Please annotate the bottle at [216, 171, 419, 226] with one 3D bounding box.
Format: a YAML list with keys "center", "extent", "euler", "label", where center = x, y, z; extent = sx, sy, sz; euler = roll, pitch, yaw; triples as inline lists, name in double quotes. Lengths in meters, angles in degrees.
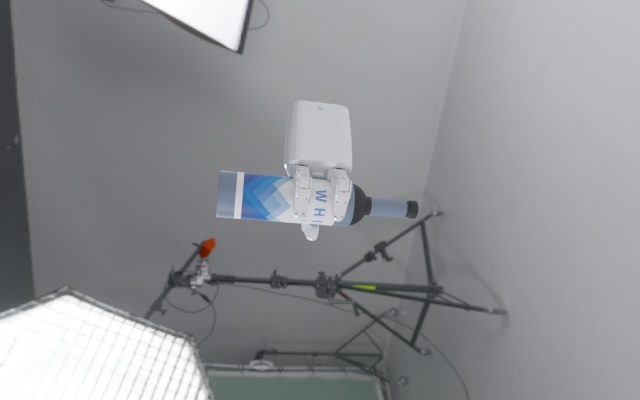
- center: [0.000, 0.002, 0.702]
  extent: [0.296, 0.069, 0.069]
  euler: [5, -1, -10]
  label: "bottle"
